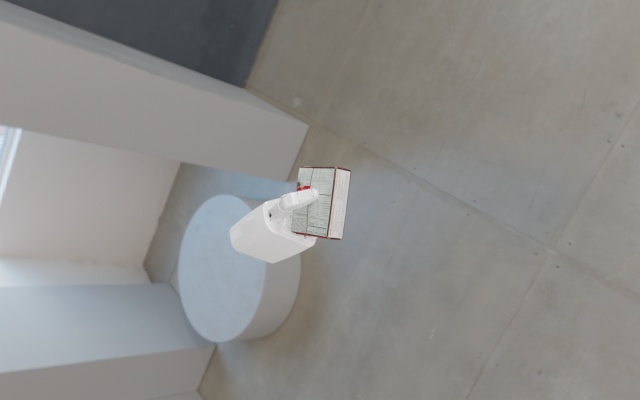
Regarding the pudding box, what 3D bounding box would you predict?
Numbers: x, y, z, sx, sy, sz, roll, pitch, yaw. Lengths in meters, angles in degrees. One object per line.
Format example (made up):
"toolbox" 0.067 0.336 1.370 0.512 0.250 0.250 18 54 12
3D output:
"pudding box" 0.000 0.002 0.758 0.039 0.113 0.090 7 -1 -43
